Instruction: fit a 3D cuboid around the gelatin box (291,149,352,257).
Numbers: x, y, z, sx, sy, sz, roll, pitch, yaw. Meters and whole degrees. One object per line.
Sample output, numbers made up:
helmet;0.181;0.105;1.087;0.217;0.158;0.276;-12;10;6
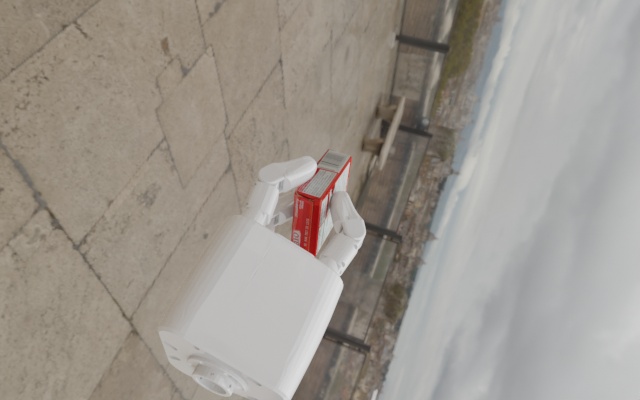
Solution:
gelatin box;0.001;0.002;0.482;0.030;0.073;0.089;18;39;14
